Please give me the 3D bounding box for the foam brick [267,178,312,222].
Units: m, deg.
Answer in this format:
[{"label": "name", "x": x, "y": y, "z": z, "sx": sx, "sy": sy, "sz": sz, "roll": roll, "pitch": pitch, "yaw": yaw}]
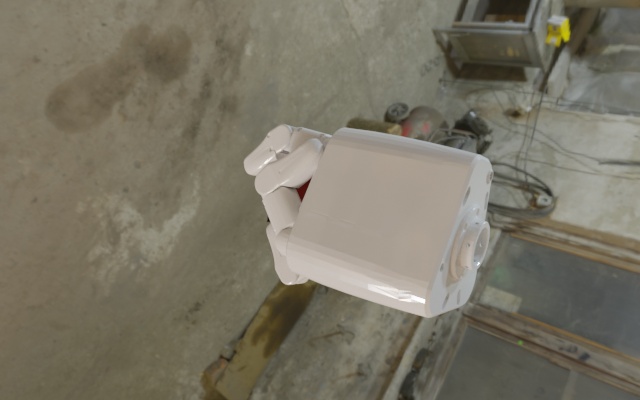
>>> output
[{"label": "foam brick", "x": 0.000, "y": 0.001, "z": 0.419, "sx": 0.051, "sy": 0.053, "sz": 0.078, "roll": 13, "pitch": 4, "yaw": 34}]
